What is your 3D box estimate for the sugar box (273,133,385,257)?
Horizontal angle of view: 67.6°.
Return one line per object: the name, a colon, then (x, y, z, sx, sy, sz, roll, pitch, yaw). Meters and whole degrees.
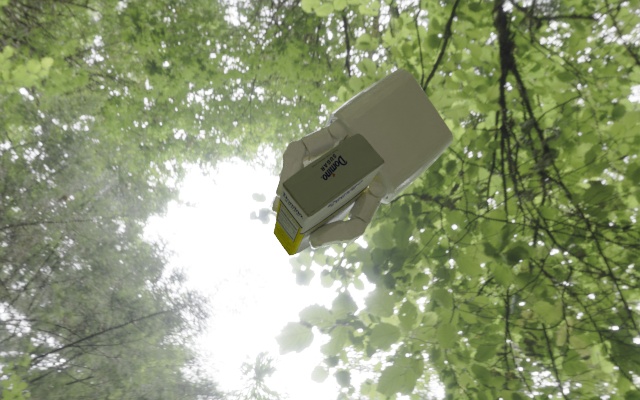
sugar box: (0.000, 0.001, 0.506, 0.093, 0.048, 0.176, -36, -12, -18)
